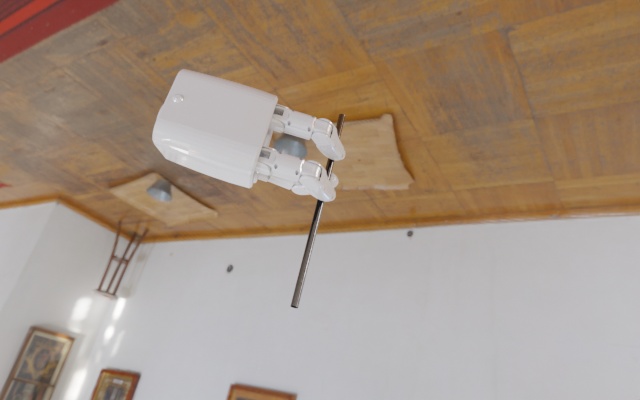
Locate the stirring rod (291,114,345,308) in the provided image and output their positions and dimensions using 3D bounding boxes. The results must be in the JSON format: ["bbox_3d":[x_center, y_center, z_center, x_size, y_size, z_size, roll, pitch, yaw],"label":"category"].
[{"bbox_3d":[0.000,0.002,0.530,0.011,0.239,0.011,11,-26,6],"label":"stirring rod"}]
